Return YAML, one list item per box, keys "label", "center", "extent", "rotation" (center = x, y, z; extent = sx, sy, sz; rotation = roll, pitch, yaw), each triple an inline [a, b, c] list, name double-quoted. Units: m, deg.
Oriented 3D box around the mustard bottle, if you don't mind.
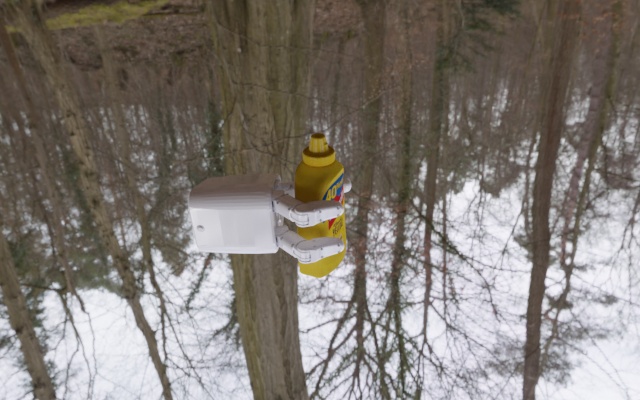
- label: "mustard bottle"
  center: [0.000, 0.002, 0.637]
  extent: [0.058, 0.192, 0.096]
  rotation: [12, 34, 24]
